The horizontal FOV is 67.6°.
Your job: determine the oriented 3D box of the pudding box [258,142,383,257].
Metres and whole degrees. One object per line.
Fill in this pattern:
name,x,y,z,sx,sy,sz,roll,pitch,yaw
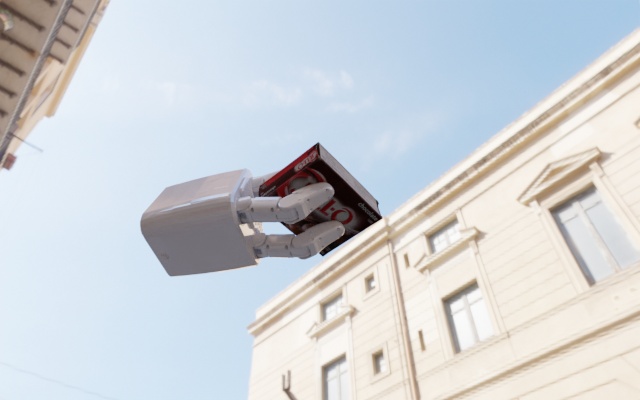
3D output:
pudding box,0.000,0.002,0.535,0.090,0.039,0.113,-34,-56,23
